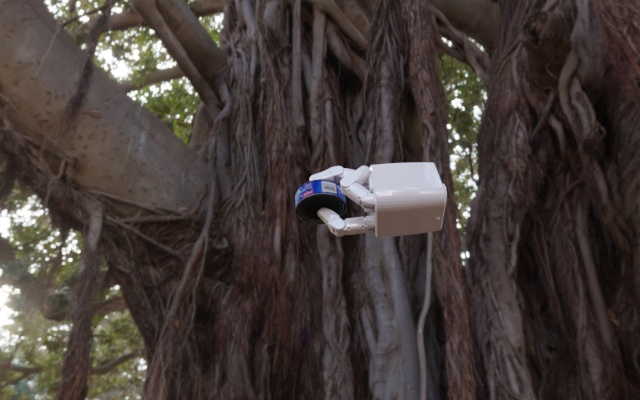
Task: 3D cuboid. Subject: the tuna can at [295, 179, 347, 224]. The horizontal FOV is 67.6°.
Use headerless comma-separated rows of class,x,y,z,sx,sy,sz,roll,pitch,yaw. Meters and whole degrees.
tuna can,0.000,0.002,0.803,0.086,0.033,0.086,-3,-37,-2
